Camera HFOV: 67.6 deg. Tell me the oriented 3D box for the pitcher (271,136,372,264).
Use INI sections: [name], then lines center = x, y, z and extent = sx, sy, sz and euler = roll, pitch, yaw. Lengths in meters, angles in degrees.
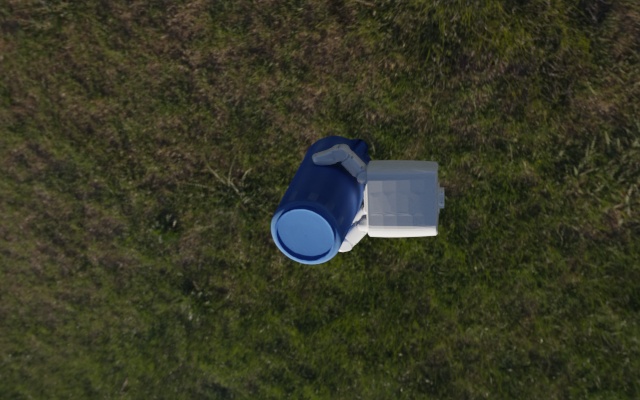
[pitcher]
center = 0.000, 0.003, 0.787
extent = 0.145, 0.149, 0.242
euler = 1, 27, 15
